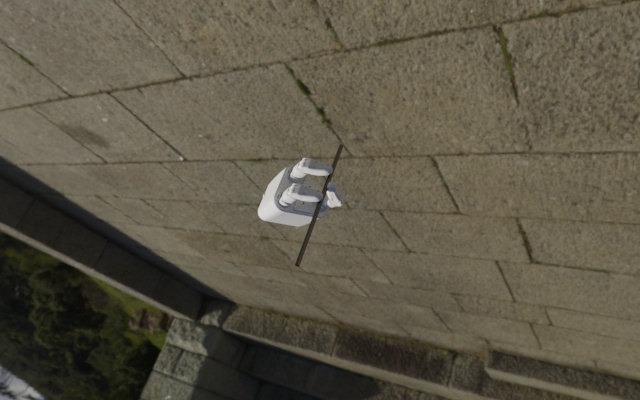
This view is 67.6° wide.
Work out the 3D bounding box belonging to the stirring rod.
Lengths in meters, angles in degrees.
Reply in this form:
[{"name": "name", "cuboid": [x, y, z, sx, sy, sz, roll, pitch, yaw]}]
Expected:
[{"name": "stirring rod", "cuboid": [0.000, 0.003, 0.823, 0.011, 0.239, 0.011, 17, -24, 8]}]
